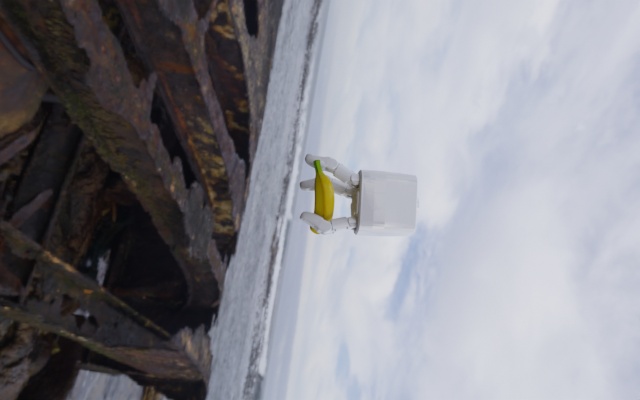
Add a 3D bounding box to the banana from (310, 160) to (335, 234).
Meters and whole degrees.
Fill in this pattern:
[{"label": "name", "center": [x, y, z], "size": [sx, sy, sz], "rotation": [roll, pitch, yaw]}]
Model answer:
[{"label": "banana", "center": [0.003, 0.015, 0.883], "size": [0.037, 0.069, 0.198], "rotation": [-3, -39, -8]}]
